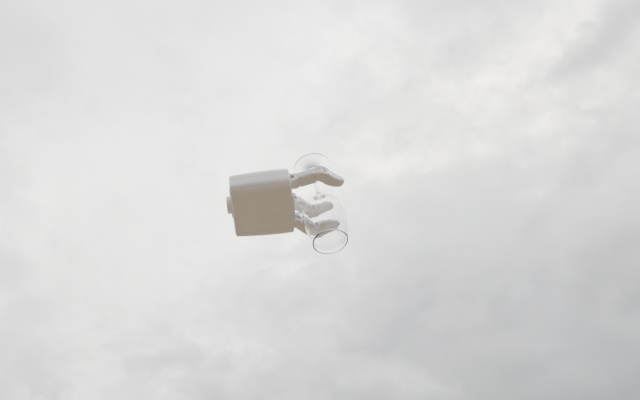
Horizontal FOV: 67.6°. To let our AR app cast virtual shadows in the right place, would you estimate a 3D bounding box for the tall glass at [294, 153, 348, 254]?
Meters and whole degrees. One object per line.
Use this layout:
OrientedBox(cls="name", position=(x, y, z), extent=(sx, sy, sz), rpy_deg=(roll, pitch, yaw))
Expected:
OrientedBox(cls="tall glass", position=(0.000, 0.002, 0.874), extent=(0.079, 0.079, 0.200), rpy_deg=(0, 43, -14))
